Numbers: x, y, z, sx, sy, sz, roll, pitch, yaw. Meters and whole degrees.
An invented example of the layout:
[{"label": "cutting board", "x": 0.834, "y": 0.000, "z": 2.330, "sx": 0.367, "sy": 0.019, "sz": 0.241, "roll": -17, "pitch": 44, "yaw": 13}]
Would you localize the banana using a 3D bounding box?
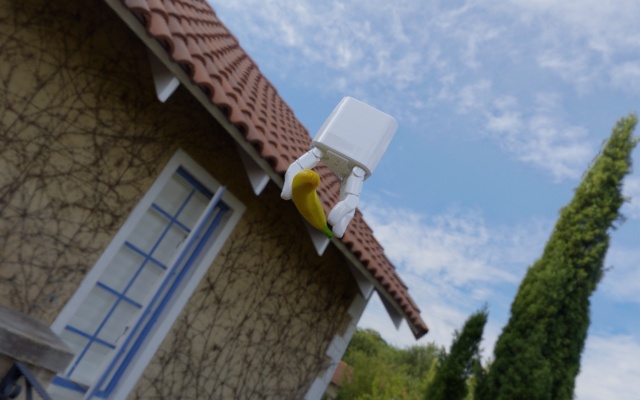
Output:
[{"label": "banana", "x": -0.015, "y": -0.004, "z": 0.739, "sx": 0.069, "sy": 0.037, "sz": 0.198, "roll": 29, "pitch": -18, "yaw": 22}]
